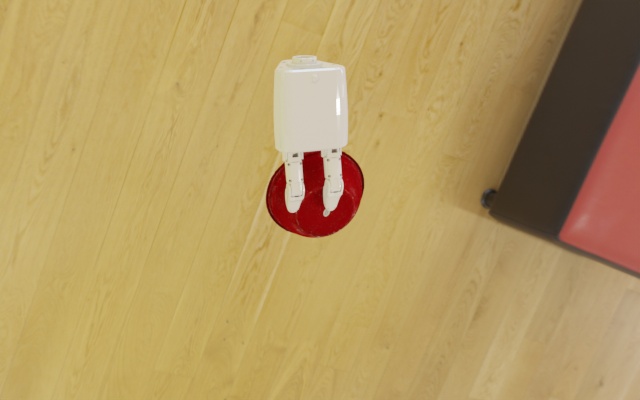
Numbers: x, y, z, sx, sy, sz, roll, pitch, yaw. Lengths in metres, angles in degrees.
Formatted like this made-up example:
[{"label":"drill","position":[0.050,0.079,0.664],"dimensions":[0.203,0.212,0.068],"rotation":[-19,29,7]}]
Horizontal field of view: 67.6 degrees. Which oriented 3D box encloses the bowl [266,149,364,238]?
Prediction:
[{"label":"bowl","position":[0.001,0.004,0.733],"dimensions":[0.162,0.162,0.055],"rotation":[0,33,-20]}]
